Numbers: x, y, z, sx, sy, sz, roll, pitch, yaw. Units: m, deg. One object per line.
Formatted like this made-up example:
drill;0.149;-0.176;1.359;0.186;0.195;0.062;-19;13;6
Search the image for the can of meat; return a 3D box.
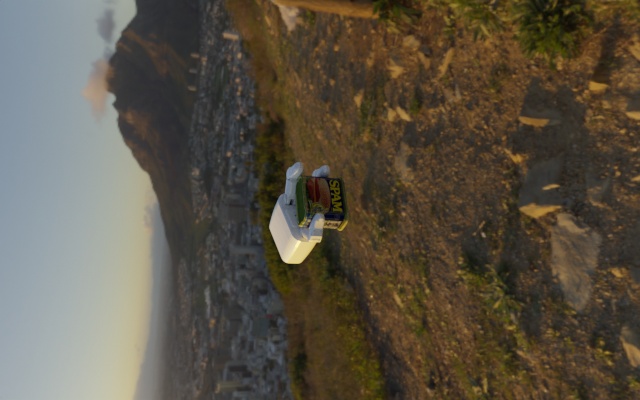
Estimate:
can of meat;0.000;0.003;0.900;0.084;0.102;0.057;4;-30;-18
